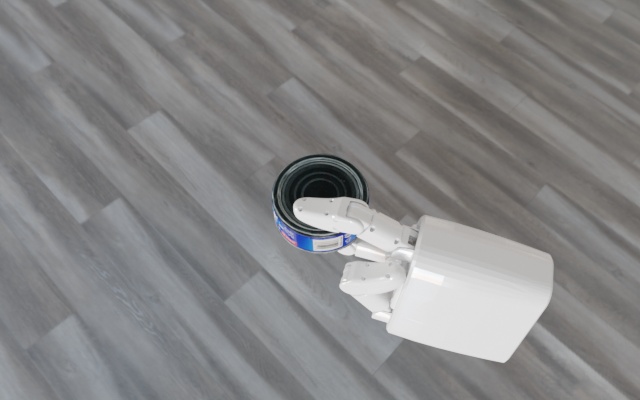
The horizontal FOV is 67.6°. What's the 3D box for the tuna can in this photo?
[{"bbox_3d":[0.000,0.001,0.420,0.086,0.086,0.034,0,-30,1],"label":"tuna can"}]
